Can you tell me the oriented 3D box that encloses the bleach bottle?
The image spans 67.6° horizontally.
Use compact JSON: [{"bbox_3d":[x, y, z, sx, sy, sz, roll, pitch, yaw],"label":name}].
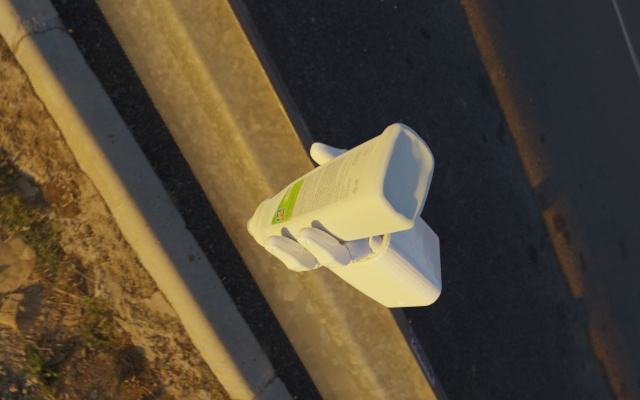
[{"bbox_3d":[0.000,0.002,0.528,0.068,0.102,0.251,39,-34,-26],"label":"bleach bottle"}]
